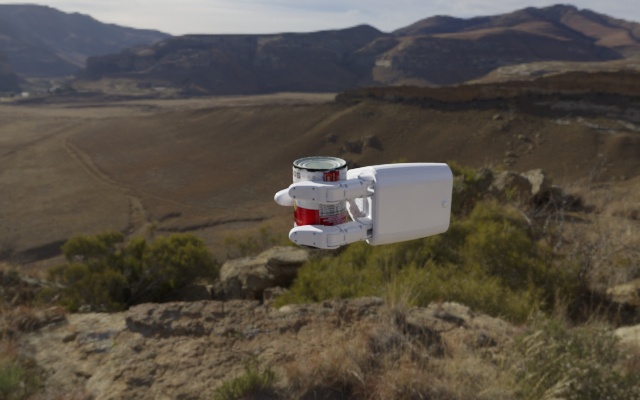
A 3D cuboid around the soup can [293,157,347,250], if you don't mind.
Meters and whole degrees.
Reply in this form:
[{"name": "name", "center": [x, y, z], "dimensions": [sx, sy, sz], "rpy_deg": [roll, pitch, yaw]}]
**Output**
[{"name": "soup can", "center": [0.000, 0.002, 0.597], "dimensions": [0.068, 0.102, 0.068], "rpy_deg": [0, 18, 0]}]
